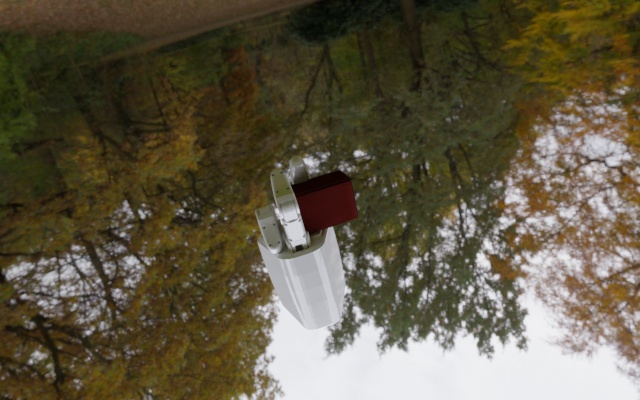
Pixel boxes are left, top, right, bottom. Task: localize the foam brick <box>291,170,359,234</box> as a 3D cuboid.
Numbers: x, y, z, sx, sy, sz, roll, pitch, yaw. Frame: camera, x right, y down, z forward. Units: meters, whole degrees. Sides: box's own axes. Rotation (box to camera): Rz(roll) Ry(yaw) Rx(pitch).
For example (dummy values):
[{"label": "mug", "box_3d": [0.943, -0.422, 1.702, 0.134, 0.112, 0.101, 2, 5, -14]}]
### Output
[{"label": "foam brick", "box_3d": [0.000, 0.002, 0.580, 0.078, 0.051, 0.053, -17, 18, -5]}]
